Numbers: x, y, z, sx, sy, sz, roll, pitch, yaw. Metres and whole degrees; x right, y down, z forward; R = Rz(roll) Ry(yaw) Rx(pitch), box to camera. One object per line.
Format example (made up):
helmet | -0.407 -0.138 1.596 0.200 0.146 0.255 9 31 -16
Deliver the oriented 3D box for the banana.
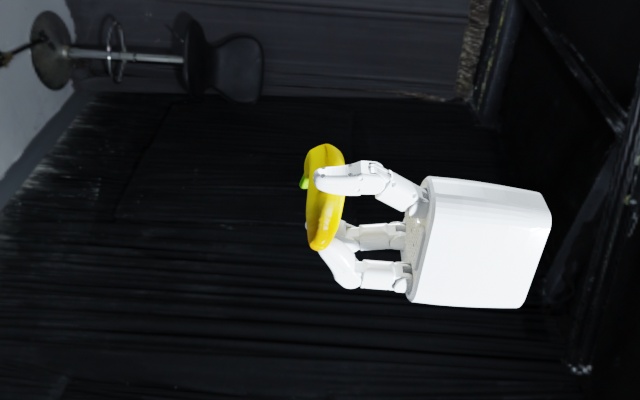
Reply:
banana | 0.003 -0.017 0.475 0.037 0.070 0.197 9 17 -6
